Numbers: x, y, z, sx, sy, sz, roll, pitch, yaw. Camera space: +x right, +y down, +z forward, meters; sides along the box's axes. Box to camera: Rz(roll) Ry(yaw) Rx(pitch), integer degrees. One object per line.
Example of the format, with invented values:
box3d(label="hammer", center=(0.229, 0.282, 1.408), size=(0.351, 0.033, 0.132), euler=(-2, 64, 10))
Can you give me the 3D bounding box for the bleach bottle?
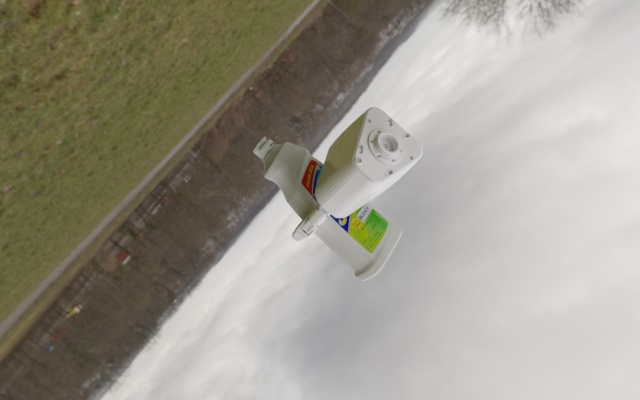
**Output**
box3d(label="bleach bottle", center=(0.000, 0.002, 0.713), size=(0.251, 0.102, 0.068), euler=(40, -34, -5))
